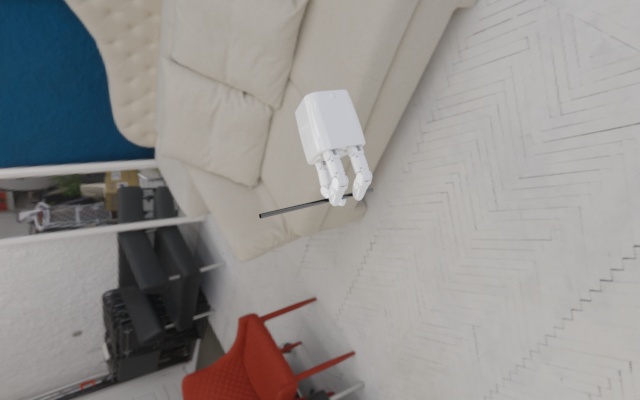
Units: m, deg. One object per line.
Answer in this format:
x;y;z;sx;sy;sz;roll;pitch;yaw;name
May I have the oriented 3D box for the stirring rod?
0.000;0.003;0.837;0.239;0.011;0.011;-13;7;-34;stirring rod
